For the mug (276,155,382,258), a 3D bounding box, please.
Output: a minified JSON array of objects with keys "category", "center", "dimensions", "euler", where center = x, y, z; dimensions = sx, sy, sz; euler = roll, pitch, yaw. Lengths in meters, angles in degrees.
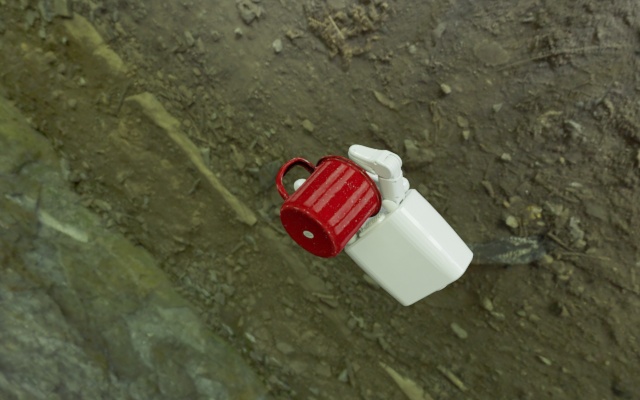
[{"category":"mug","center":[-0.001,0.001,0.536],"dimensions":[0.081,0.117,0.093],"euler":[-47,3,-30]}]
